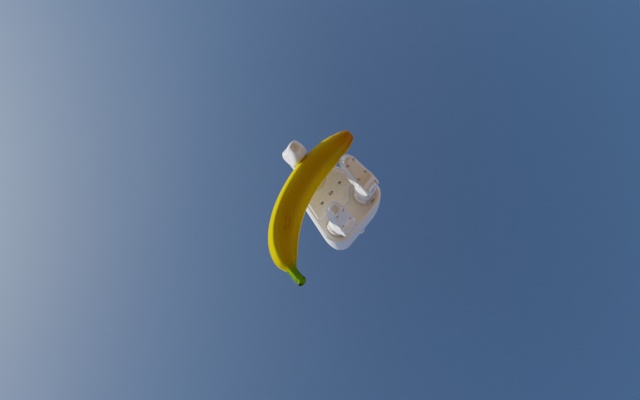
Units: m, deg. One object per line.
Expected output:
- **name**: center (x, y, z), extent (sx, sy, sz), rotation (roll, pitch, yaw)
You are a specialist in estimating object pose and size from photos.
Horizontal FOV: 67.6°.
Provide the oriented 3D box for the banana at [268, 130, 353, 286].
- **banana**: center (-0.018, 0.001, 0.568), extent (0.069, 0.197, 0.037), rotation (13, -18, 17)
